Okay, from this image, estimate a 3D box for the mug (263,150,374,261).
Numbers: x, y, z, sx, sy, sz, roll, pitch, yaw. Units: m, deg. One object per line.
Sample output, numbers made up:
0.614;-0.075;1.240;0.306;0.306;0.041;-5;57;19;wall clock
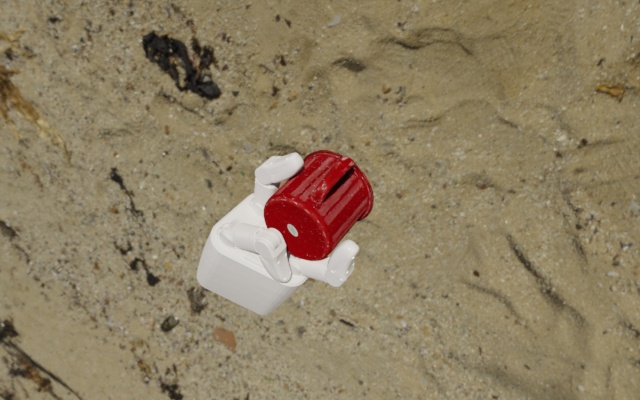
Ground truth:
0.001;0.001;0.482;0.081;0.093;0.117;-47;-5;-40;mug
